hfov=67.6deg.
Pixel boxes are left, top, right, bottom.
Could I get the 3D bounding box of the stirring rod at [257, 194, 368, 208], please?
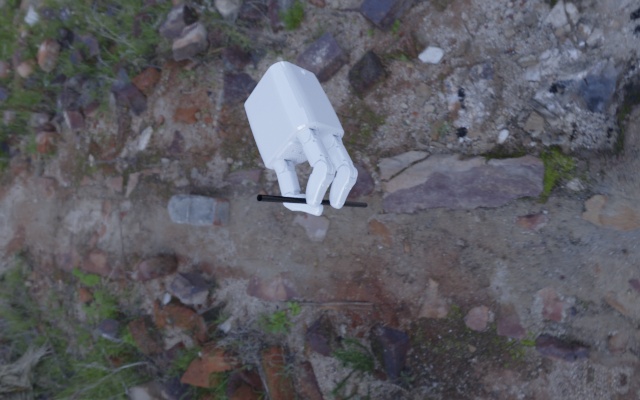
[{"bbox_3d":[0.000,0.002,0.634,0.011,0.011,0.239,0,-2,35],"label":"stirring rod"}]
